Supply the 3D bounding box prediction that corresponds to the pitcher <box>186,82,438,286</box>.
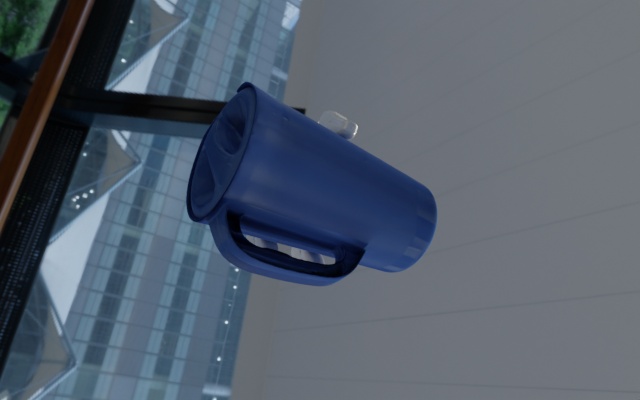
[{"bbox_3d":[0.000,0.001,0.478,0.243,0.149,0.145,22,1,-29],"label":"pitcher"}]
